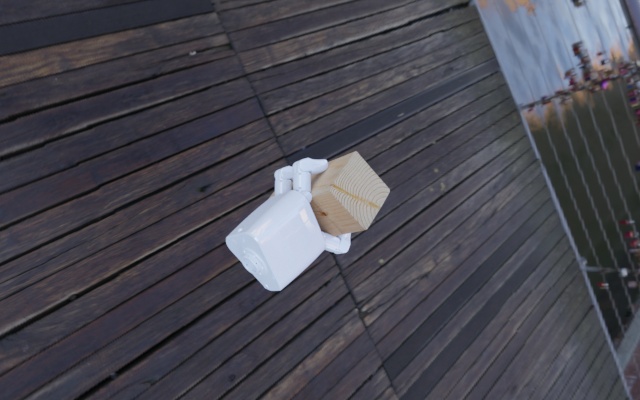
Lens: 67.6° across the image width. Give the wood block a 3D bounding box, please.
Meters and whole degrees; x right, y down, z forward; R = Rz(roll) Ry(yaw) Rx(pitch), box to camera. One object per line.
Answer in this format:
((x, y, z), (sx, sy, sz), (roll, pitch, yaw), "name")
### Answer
((0.000, 0.003, 0.794), (0.091, 0.090, 0.206), (47, -33, -20), "wood block")
